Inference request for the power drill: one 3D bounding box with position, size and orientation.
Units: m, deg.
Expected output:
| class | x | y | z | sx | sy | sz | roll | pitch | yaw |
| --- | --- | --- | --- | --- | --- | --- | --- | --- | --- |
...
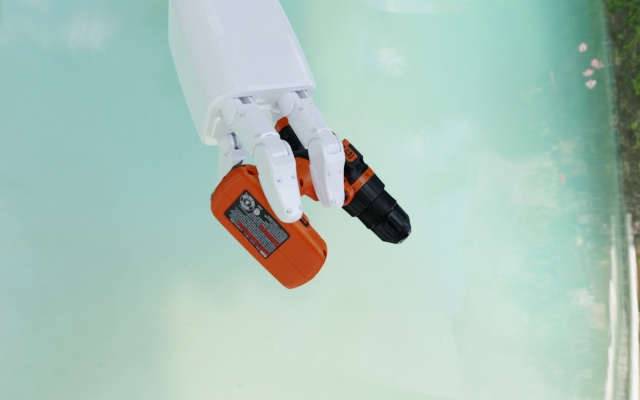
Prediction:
| class | x | y | z | sx | sy | sz | roll | pitch | yaw |
| --- | --- | --- | --- | --- | --- | --- | --- | --- | --- |
| power drill | 0.000 | 0.001 | 0.446 | 0.057 | 0.184 | 0.187 | -46 | 0 | 31 |
